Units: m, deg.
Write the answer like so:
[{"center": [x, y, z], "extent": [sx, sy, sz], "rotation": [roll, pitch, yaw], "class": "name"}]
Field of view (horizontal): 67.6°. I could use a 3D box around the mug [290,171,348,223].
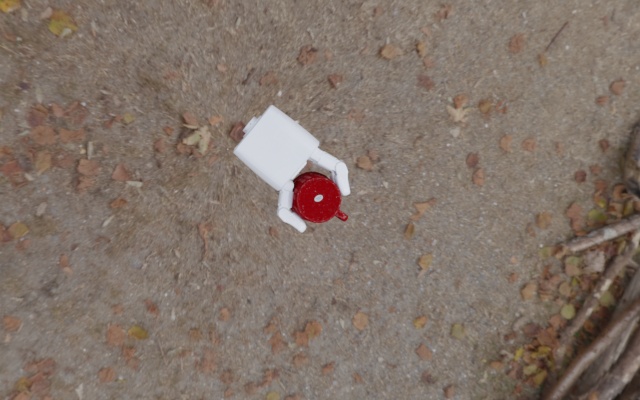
[{"center": [0.001, 0.004, 0.857], "extent": [0.117, 0.093, 0.081], "rotation": [37, -2, -11], "class": "mug"}]
